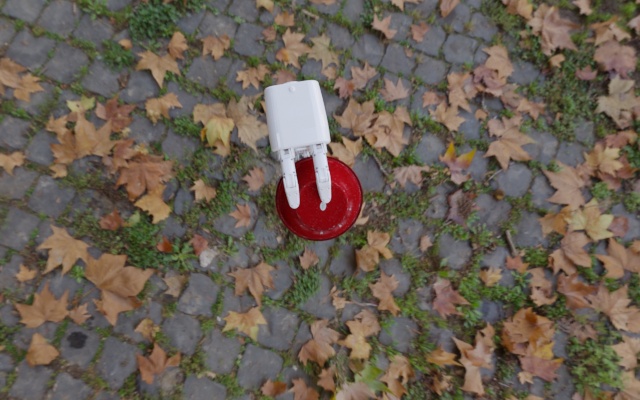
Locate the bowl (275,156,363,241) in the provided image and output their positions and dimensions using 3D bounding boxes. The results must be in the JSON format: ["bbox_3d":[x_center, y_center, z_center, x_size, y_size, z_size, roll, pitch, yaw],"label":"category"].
[{"bbox_3d":[0.001,0.004,0.849,0.162,0.162,0.055,0,13,-5],"label":"bowl"}]
